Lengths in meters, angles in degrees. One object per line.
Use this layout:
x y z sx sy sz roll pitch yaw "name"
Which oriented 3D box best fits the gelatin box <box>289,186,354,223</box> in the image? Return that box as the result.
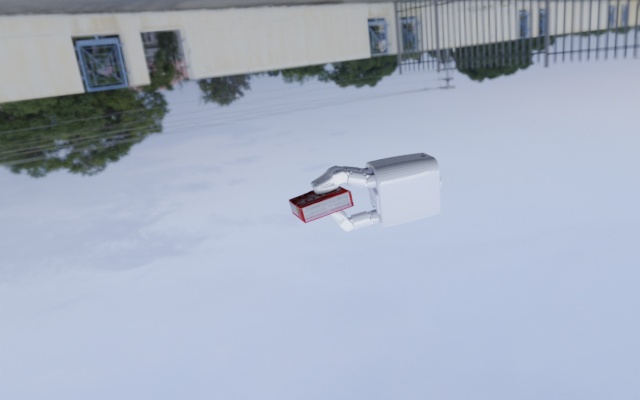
0.000 0.003 0.784 0.089 0.030 0.073 -20 17 -14 "gelatin box"
